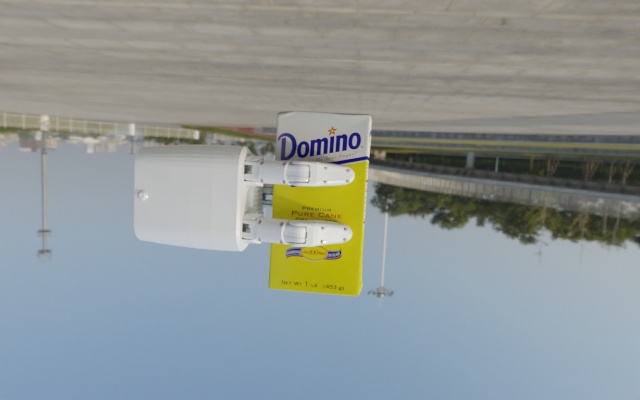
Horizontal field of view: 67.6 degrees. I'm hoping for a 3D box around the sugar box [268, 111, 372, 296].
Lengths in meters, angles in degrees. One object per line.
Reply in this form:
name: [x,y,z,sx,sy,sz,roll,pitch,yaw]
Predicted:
sugar box: [0.000,0.002,0.477,0.093,0.176,0.048,3,6,7]
